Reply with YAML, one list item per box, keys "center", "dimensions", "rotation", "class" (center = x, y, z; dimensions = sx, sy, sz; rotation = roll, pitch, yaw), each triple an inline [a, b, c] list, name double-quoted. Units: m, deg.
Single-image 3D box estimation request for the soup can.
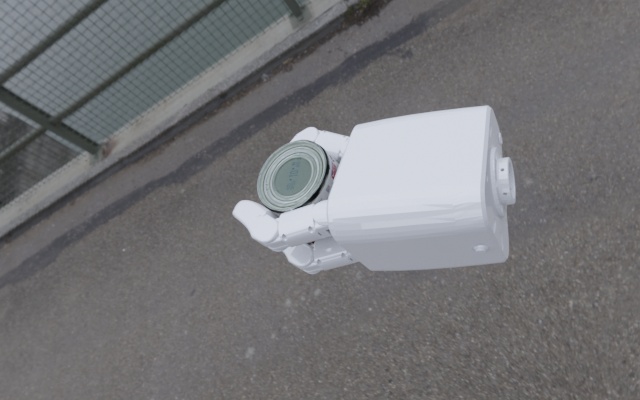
- center: [-0.001, 0.001, 0.418]
  dimensions: [0.068, 0.068, 0.102]
  rotation: [0, -26, 31]
  class: "soup can"
